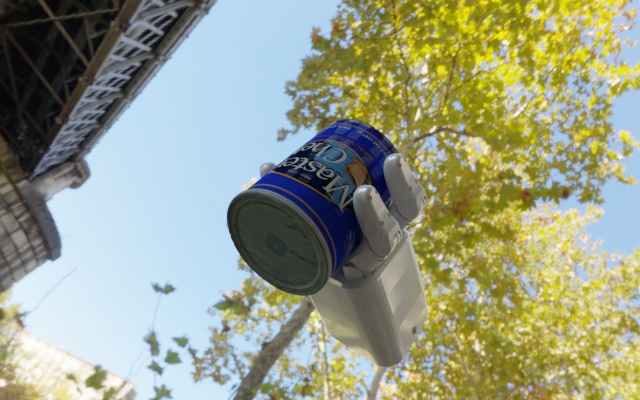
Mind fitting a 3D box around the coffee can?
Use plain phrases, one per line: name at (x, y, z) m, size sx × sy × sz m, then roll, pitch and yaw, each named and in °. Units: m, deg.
coffee can at (0.000, 0.001, 0.432) m, size 0.103 × 0.103 × 0.140 m, roll 0°, pitch 31°, yaw 39°
